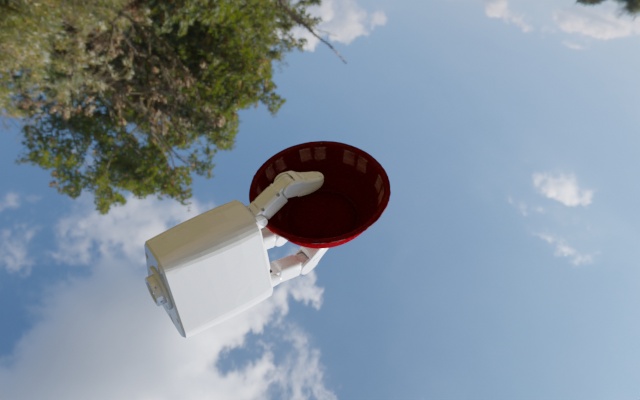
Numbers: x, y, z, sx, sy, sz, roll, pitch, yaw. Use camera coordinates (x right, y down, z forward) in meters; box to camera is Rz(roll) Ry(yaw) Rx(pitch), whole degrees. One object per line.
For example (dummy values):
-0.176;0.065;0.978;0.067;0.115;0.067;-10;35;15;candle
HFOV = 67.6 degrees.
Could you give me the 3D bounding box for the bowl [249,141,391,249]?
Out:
0.001;0.002;0.564;0.162;0.162;0.055;0;-42;5;bowl
